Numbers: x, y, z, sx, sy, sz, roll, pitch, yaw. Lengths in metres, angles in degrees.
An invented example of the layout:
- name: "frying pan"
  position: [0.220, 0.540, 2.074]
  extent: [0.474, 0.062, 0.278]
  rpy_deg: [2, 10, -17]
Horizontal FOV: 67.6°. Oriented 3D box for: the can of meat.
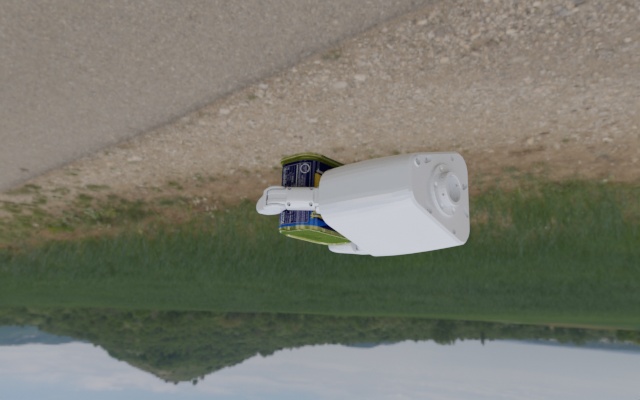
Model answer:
- name: "can of meat"
  position: [0.000, 0.002, 0.540]
  extent: [0.057, 0.084, 0.102]
  rpy_deg: [-10, -19, 39]
